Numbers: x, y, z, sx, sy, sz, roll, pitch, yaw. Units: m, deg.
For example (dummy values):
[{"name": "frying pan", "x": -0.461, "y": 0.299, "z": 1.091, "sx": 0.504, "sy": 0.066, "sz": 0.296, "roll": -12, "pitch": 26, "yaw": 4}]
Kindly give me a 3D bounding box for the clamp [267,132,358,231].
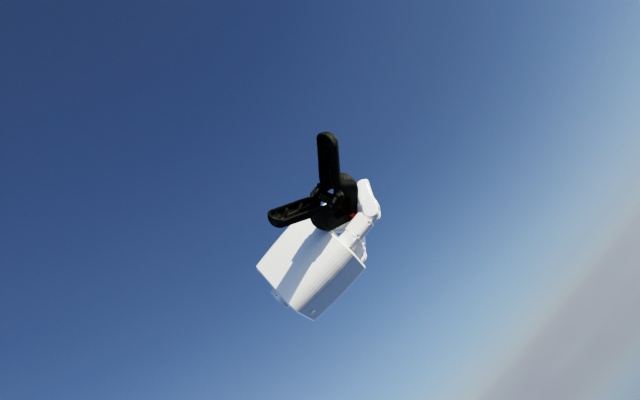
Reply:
[{"name": "clamp", "x": 0.000, "y": 0.002, "z": 0.586, "sx": 0.039, "sy": 0.120, "sz": 0.171, "roll": 39, "pitch": -6, "yaw": 31}]
